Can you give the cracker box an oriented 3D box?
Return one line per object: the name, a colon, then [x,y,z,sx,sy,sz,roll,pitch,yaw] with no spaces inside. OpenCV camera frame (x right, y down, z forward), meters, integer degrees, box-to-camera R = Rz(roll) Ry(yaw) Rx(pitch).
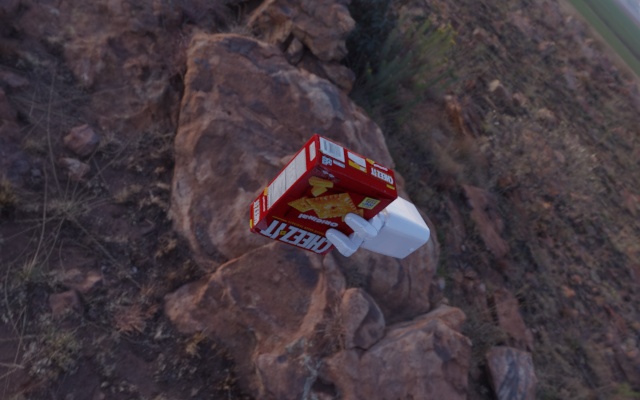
cracker box: [0.000,0.002,0.822,0.164,0.072,0.214,22,-45,-28]
